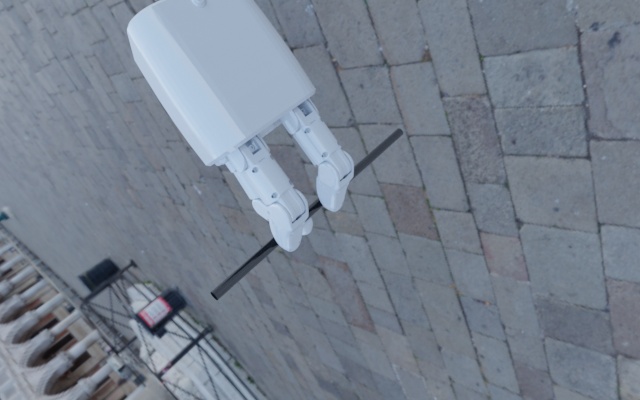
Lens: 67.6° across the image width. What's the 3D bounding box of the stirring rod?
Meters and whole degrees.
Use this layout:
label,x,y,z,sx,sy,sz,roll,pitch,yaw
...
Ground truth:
label,x,y,z,sx,sy,sz,roll,pitch,yaw
stirring rod,0.000,0.001,0.410,0.239,0.011,0.011,-41,24,-30
